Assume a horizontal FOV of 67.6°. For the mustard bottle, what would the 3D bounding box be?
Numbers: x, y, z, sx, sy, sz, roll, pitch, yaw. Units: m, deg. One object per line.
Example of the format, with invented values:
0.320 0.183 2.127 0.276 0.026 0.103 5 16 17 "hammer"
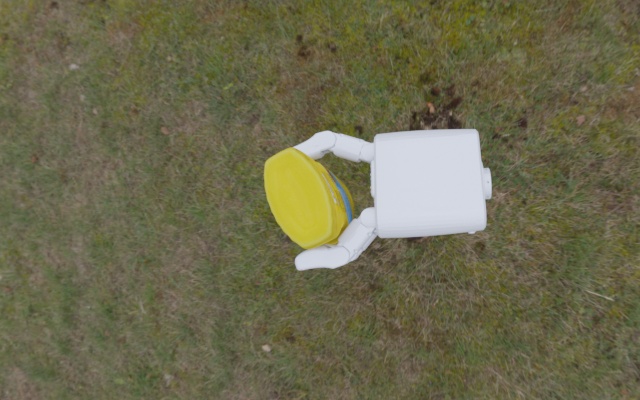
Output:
0.000 0.002 0.531 0.058 0.096 0.191 -28 -9 11 "mustard bottle"
